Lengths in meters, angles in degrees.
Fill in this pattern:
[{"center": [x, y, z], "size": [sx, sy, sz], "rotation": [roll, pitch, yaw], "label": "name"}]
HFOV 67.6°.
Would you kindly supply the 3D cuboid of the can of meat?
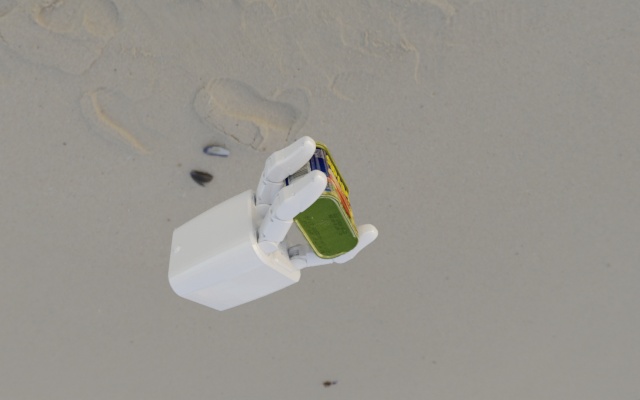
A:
[{"center": [0.000, 0.002, 0.517], "size": [0.057, 0.083, 0.102], "rotation": [-22, -47, 10], "label": "can of meat"}]
